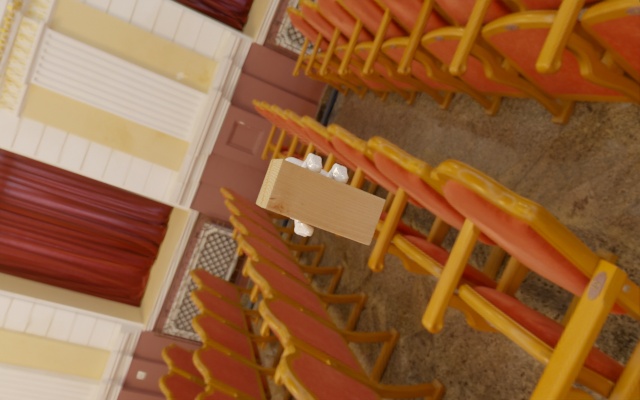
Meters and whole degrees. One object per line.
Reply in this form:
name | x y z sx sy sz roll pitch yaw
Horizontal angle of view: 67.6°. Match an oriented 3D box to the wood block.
wood block | 0.000 0.003 0.872 0.206 0.091 0.090 20 -2 -19
